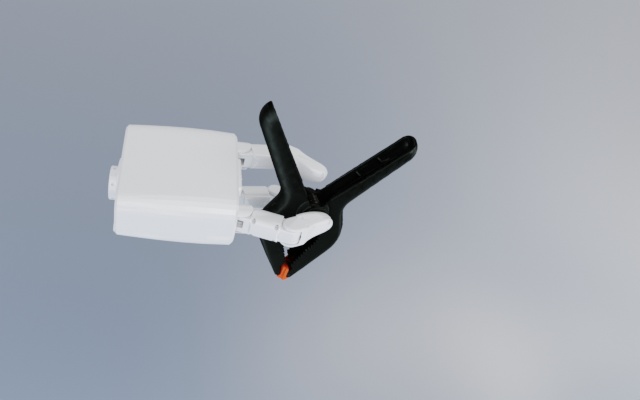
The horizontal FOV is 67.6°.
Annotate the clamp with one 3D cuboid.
[{"bbox_3d":[0.000,0.003,0.500,0.164,0.210,0.036,4,37,-19],"label":"clamp"}]
